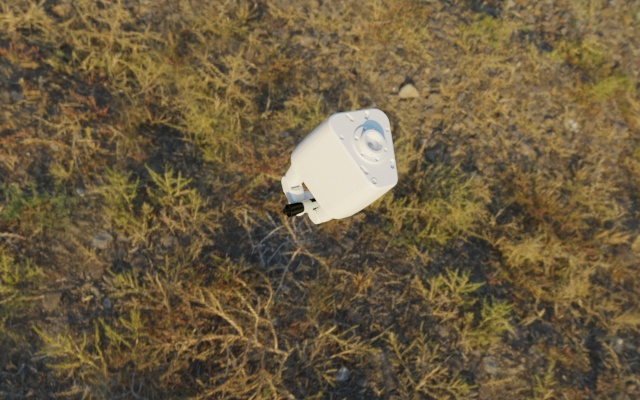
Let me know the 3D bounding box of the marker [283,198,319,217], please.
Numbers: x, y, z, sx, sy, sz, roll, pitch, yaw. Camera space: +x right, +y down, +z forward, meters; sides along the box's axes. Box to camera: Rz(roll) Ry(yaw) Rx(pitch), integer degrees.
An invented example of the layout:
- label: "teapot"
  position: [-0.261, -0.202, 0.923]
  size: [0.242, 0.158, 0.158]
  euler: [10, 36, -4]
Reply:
- label: "marker"
  position: [0.000, 0.002, 0.686]
  size: [0.121, 0.020, 0.020]
  euler: [-15, 8, -32]
